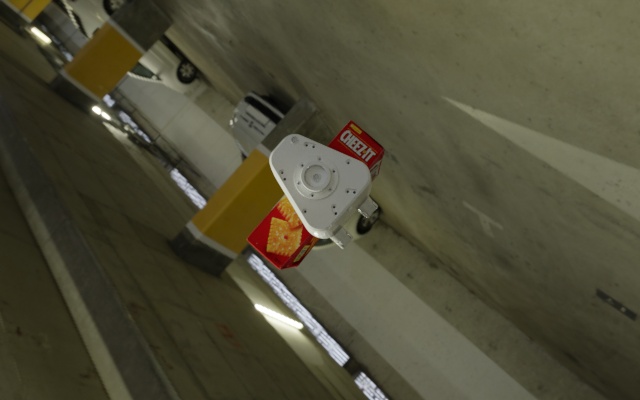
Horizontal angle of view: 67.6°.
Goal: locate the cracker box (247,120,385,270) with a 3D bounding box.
[{"bbox_3d":[0.000,0.002,0.707,0.072,0.213,0.164,42,-3,7],"label":"cracker box"}]
